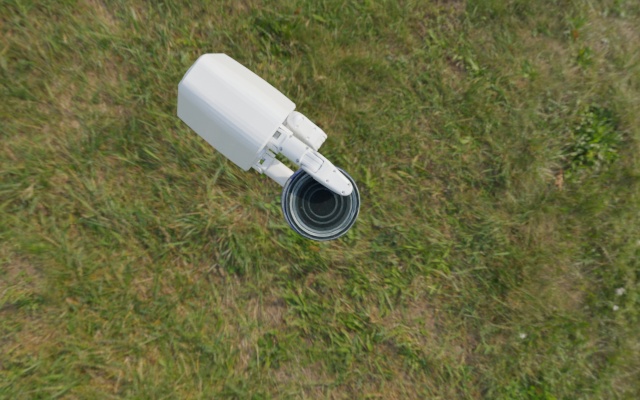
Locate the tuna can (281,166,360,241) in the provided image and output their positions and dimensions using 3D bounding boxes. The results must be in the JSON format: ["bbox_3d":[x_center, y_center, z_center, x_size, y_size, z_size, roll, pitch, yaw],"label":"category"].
[{"bbox_3d":[0.000,0.002,0.530,0.086,0.086,0.034,0,3,-11],"label":"tuna can"}]
